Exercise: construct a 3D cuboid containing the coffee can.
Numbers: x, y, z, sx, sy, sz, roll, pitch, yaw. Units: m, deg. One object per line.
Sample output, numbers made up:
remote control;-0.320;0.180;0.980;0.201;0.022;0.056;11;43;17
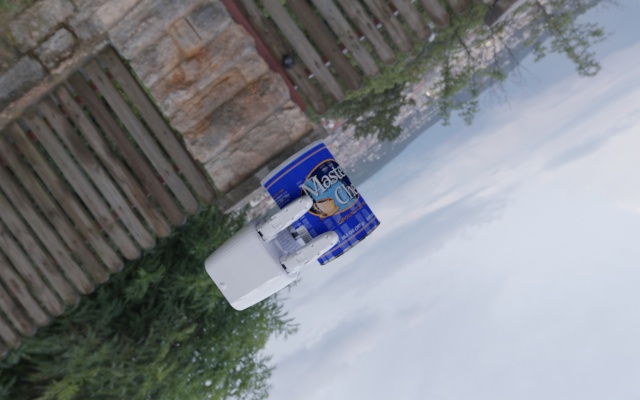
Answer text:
coffee can;0.000;0.002;0.651;0.103;0.140;0.103;-36;1;0
